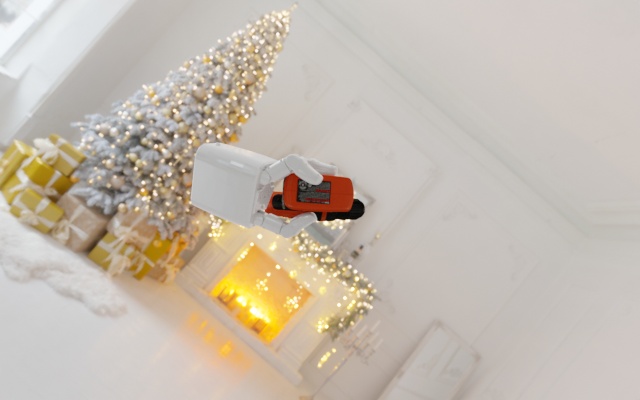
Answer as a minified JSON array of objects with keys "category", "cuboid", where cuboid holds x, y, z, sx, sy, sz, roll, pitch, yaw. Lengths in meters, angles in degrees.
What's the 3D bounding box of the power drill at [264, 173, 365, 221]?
[{"category":"power drill","cuboid":[0.000,0.002,0.794,0.184,0.057,0.188,2,-10,-8]}]
